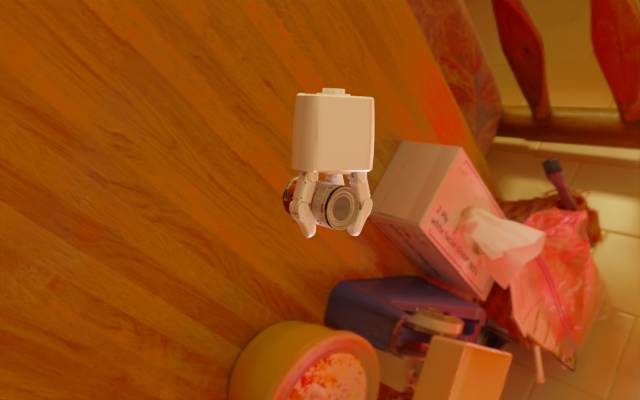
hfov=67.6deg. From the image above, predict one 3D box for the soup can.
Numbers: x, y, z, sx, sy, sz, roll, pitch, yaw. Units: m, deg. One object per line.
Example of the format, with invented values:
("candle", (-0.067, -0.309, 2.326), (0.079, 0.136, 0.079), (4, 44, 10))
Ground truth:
("soup can", (0.000, 0.003, 0.718), (0.068, 0.068, 0.102), (0, 10, -42))
